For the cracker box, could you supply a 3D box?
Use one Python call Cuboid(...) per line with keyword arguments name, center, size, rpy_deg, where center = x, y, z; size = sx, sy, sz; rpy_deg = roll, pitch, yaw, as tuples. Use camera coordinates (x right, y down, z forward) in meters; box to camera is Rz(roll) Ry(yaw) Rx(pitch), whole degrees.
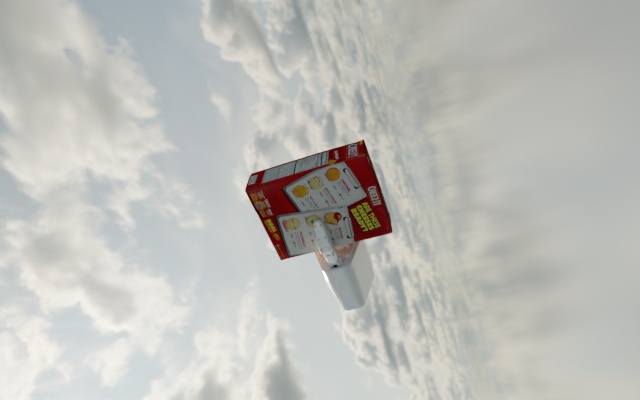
Cuboid(name="cracker box", center=(0.000, 0.003, 0.839), size=(0.214, 0.164, 0.072), rpy_deg=(-16, 31, 12))
